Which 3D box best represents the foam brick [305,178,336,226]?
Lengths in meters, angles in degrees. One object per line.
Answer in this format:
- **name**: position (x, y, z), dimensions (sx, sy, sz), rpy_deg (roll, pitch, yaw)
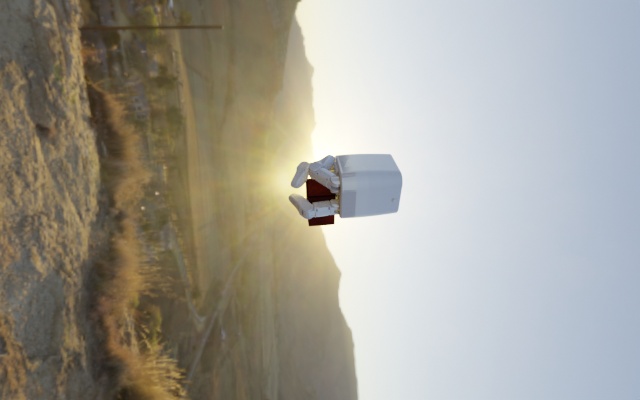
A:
- **foam brick**: position (0.000, 0.003, 0.882), dimensions (0.051, 0.078, 0.053), rpy_deg (-4, 45, -4)
